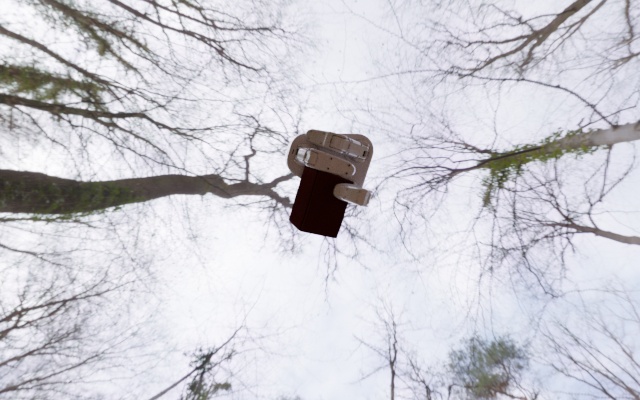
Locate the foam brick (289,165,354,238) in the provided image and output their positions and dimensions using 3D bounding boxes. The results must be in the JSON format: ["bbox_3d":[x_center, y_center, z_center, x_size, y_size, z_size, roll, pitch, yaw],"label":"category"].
[{"bbox_3d":[0.000,0.002,0.607,0.053,0.078,0.051,15,5,-24],"label":"foam brick"}]
